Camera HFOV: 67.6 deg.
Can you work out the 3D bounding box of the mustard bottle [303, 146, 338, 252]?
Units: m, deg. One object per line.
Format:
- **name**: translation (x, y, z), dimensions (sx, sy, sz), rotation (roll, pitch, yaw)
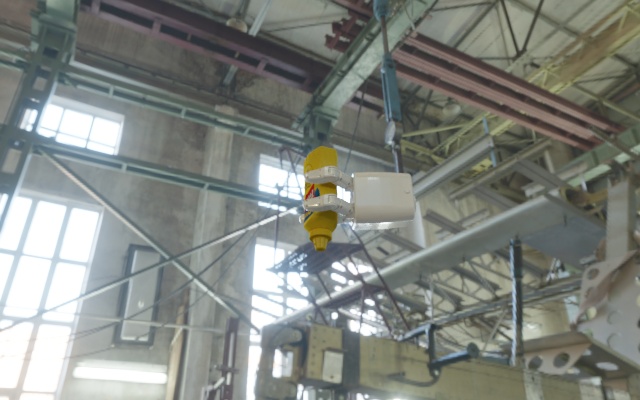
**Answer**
- **mustard bottle**: translation (0.000, 0.003, 0.880), dimensions (0.058, 0.191, 0.096), rotation (11, -31, -21)
